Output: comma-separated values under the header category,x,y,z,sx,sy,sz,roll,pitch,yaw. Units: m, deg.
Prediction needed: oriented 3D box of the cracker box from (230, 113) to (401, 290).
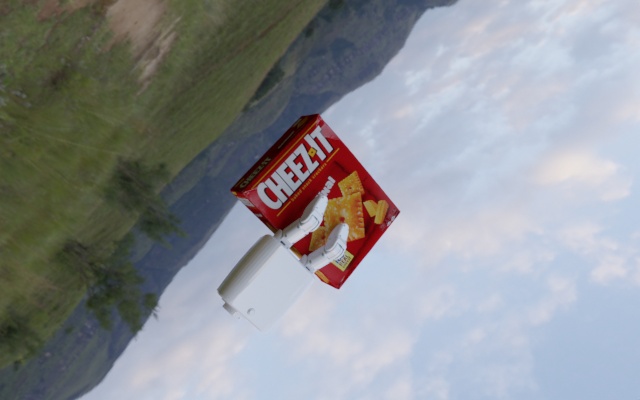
category,x,y,z,sx,sy,sz,roll,pitch,yaw
cracker box,0.000,0.002,0.723,0.214,0.164,0.072,48,-16,-21
